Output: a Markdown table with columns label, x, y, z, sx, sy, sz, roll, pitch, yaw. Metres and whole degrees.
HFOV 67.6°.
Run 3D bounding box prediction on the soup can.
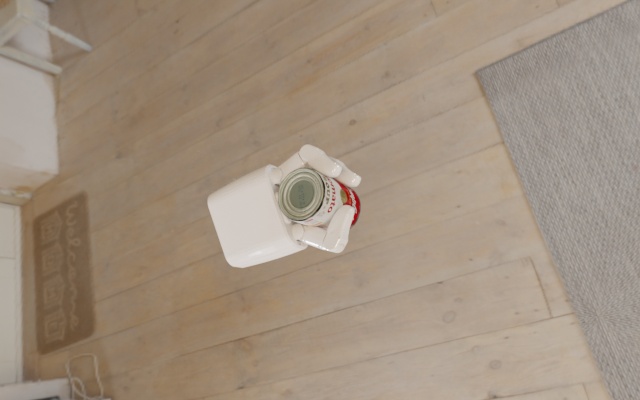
| label | x | y | z | sx | sy | sz | roll | pitch | yaw |
| --- | --- | --- | --- | --- | --- | --- | --- | --- | --- |
| soup can | 0.000 | 0.002 | 0.612 | 0.068 | 0.068 | 0.102 | 0 | -12 | 30 |
